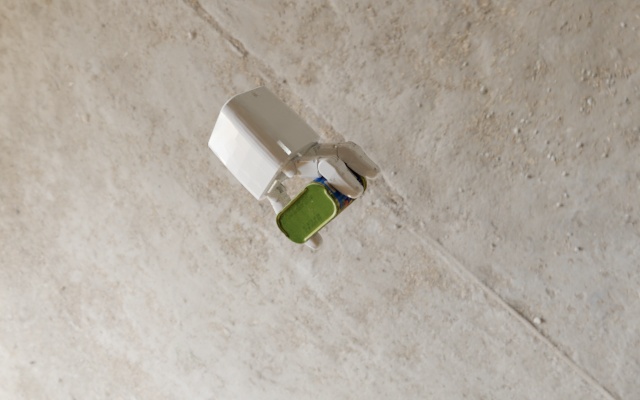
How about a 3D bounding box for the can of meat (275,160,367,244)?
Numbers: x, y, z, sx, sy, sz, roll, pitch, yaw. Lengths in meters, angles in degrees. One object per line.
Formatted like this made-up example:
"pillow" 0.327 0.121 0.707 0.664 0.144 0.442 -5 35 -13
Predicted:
"can of meat" 0.000 0.002 0.611 0.102 0.057 0.084 -43 -2 36
